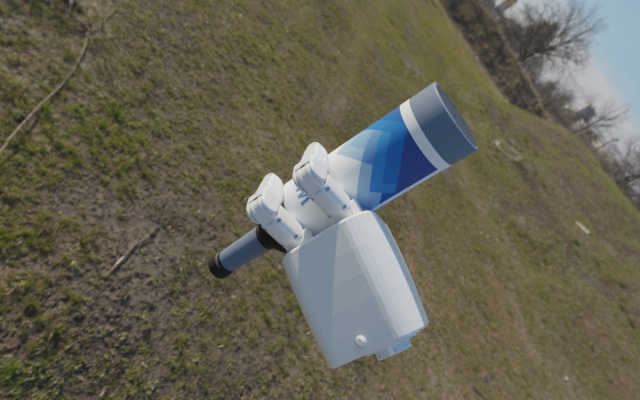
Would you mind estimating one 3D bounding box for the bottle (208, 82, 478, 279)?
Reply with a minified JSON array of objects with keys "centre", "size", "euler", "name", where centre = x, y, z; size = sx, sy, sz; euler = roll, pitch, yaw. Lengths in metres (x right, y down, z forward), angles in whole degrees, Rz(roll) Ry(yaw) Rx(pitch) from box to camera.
[{"centre":[0.000,0.001,0.457],"size":[0.296,0.069,0.069],"euler":[-33,-15,25],"name":"bottle"}]
